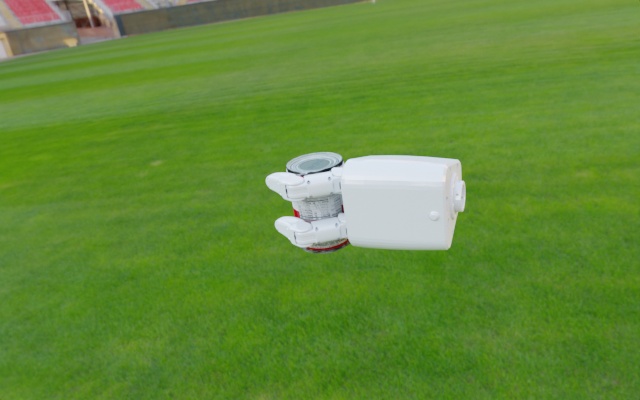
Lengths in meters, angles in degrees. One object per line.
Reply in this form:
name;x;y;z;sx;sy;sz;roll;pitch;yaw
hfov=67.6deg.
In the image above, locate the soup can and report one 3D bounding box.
soup can;0.000;0.001;0.562;0.068;0.102;0.068;-7;23;3
